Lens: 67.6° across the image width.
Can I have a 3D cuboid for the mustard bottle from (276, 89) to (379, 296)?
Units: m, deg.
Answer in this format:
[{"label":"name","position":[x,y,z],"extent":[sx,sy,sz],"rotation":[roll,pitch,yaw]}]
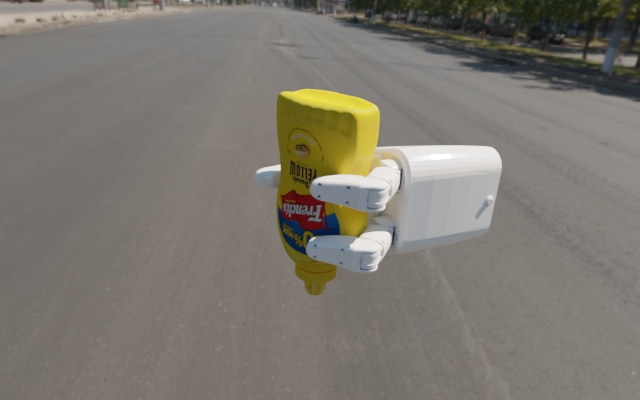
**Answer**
[{"label":"mustard bottle","position":[0.000,0.001,0.436],"extent":[0.096,0.192,0.058],"rotation":[22,29,37]}]
